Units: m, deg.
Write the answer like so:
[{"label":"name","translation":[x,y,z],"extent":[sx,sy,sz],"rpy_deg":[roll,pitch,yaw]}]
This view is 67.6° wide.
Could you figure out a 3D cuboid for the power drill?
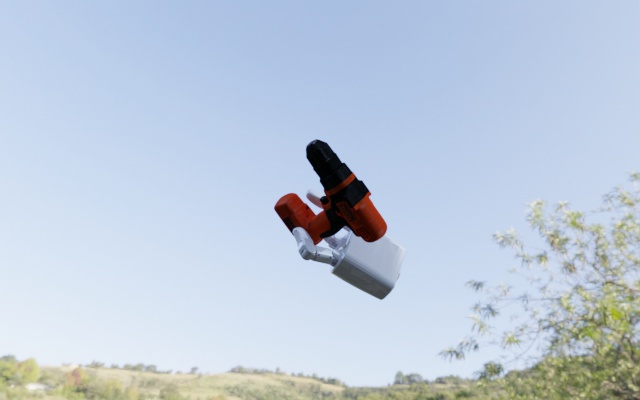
[{"label":"power drill","translation":[0.000,0.003,0.787],"extent":[0.057,0.184,0.188],"rpy_deg":[-41,10,-35]}]
